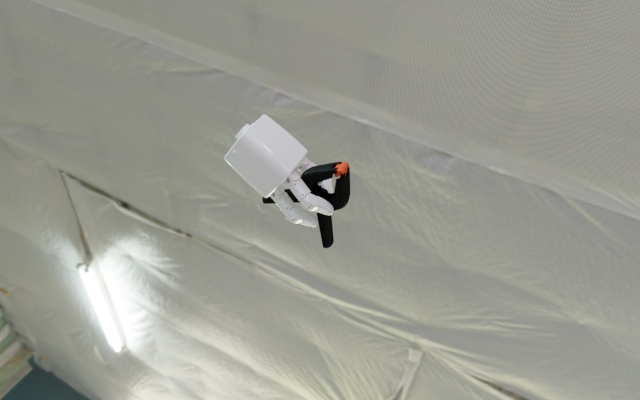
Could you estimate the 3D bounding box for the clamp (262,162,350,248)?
[{"bbox_3d":[0.001,0.002,0.870,0.210,0.164,0.036,-39,14,47],"label":"clamp"}]
